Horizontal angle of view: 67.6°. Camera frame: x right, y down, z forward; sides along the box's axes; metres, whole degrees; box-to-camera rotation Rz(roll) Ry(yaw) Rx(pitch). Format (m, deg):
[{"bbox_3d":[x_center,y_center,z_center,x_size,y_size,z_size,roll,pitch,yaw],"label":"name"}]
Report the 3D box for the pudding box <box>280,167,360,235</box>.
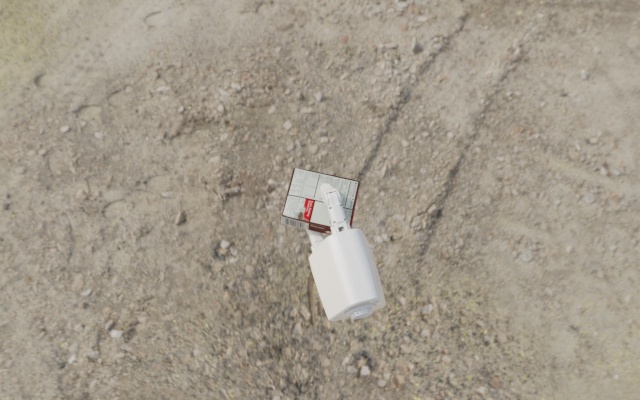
[{"bbox_3d":[0.000,0.002,0.765,0.113,0.090,0.039,13,-22,1],"label":"pudding box"}]
